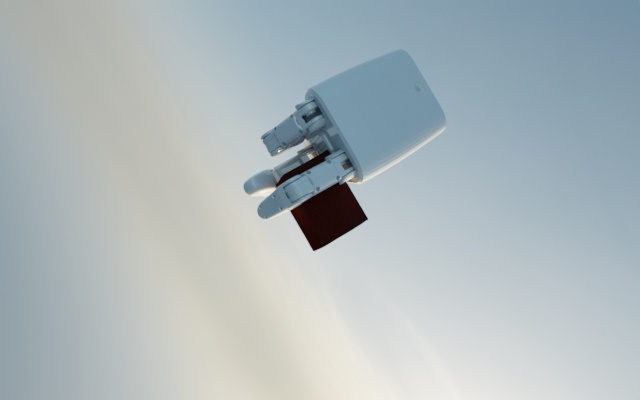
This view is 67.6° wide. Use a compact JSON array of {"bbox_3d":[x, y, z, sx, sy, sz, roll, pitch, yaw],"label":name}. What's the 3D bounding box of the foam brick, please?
[{"bbox_3d":[0.000,0.002,0.459,0.051,0.078,0.053,-30,-1,-16],"label":"foam brick"}]
